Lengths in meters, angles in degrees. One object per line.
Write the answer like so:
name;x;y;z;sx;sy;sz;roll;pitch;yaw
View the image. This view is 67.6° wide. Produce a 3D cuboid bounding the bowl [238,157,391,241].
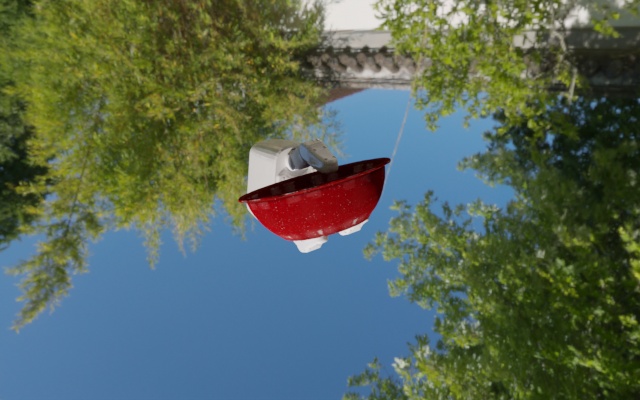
bowl;0.000;0.002;0.495;0.162;0.055;0.162;-15;7;2
